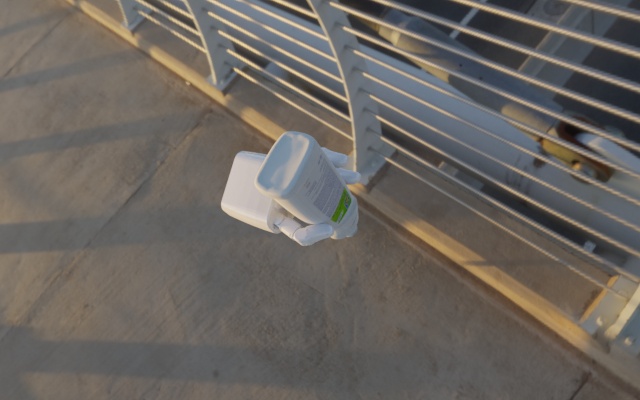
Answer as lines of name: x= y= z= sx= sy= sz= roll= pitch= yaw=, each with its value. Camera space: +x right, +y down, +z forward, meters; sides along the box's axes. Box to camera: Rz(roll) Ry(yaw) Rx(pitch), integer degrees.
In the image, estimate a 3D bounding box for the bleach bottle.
bleach bottle: x=0.000 y=0.002 z=0.730 sx=0.068 sy=0.102 sz=0.251 roll=18 pitch=-18 yaw=32
